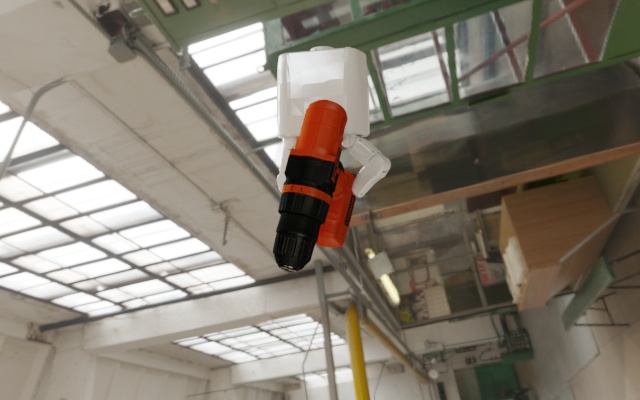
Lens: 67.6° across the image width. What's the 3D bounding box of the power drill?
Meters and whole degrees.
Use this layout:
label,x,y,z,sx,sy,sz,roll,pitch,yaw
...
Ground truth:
label,x,y,z,sx,sy,sz,roll,pitch,yaw
power drill,0.000,0.002,0.558,0.057,0.184,0.188,13,-13,11
